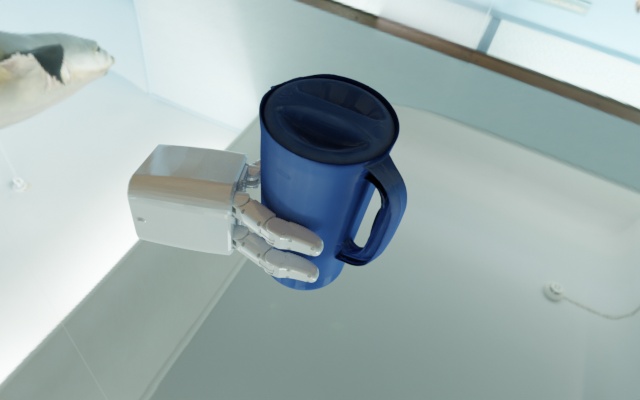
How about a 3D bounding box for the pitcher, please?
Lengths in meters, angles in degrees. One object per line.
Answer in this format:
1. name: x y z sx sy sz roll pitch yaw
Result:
1. pitcher: 0.000 0.002 0.524 0.145 0.149 0.243 8 -42 -3
